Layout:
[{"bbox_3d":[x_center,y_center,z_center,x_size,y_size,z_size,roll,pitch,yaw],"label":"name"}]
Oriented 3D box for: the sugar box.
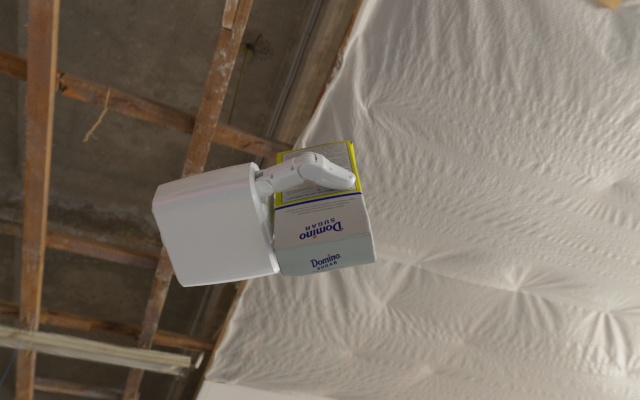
[{"bbox_3d":[0.000,0.002,0.509,0.093,0.048,0.176,-10,38,4],"label":"sugar box"}]
